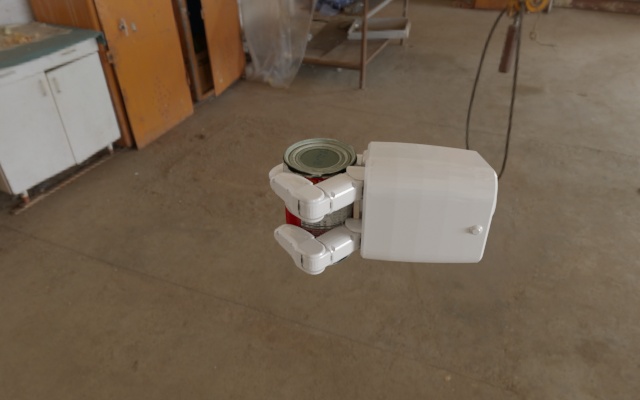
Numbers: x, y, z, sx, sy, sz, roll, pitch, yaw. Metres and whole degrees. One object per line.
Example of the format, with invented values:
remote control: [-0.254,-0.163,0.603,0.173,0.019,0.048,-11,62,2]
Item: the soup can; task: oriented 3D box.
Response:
soup can: [0.000,0.001,0.449,0.068,0.102,0.068,0,34,0]
